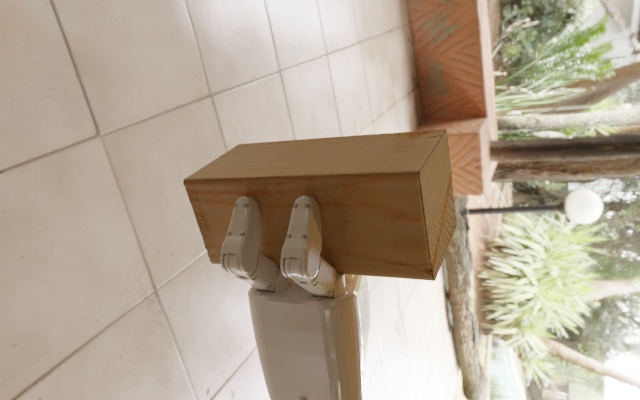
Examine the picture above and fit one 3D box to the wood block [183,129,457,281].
[{"bbox_3d":[0.000,0.002,0.409,0.206,0.090,0.090,0,26,28],"label":"wood block"}]
